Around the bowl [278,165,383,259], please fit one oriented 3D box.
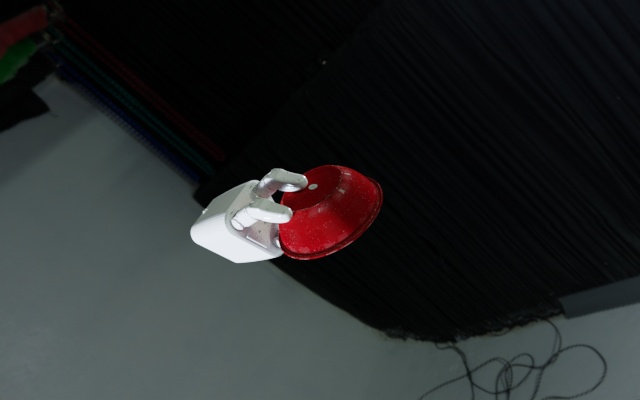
[{"bbox_3d":[0.001,0.001,0.647,0.162,0.055,0.162,-23,32,15],"label":"bowl"}]
